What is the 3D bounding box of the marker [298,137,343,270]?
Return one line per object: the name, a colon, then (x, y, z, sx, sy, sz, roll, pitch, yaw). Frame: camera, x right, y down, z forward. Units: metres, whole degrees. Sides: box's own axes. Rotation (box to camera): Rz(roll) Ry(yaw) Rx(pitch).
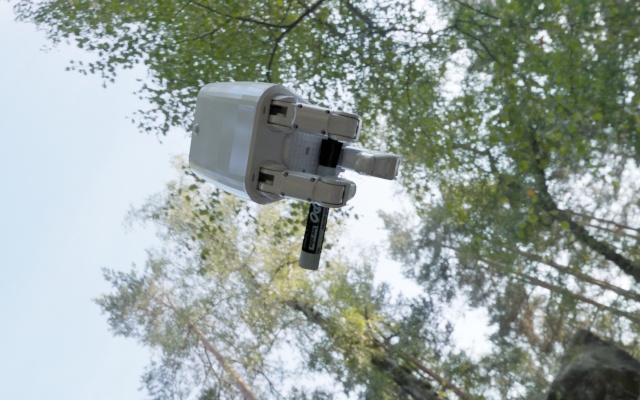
marker: (0.000, 0.001, 0.422, 0.020, 0.121, 0.020, 11, 8, -1)
